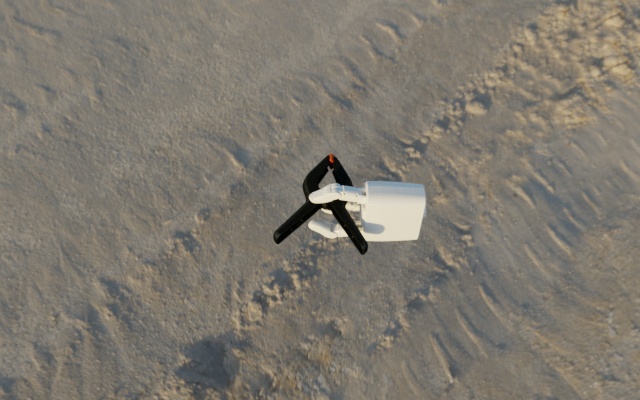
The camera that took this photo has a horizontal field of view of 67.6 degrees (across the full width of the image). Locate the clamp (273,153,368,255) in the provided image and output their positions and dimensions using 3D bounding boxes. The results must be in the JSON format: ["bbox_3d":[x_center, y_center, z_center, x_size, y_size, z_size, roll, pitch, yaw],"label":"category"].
[{"bbox_3d":[0.000,0.002,0.874,0.164,0.209,0.036,2,-34,-3],"label":"clamp"}]
